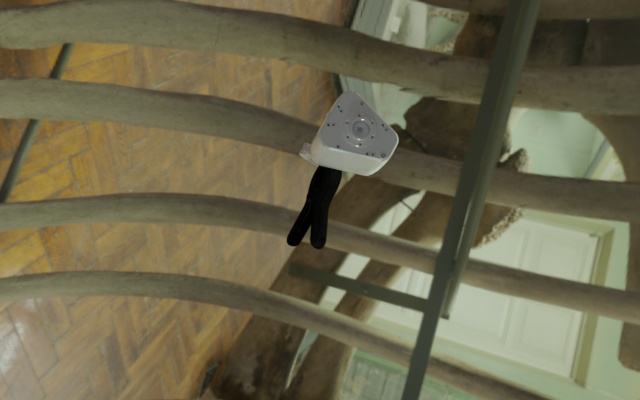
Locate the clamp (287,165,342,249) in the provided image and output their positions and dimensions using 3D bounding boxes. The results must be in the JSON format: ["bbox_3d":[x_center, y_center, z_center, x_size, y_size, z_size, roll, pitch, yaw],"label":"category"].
[{"bbox_3d":[0.001,0.003,0.766,0.039,0.171,0.120,21,-2,-28],"label":"clamp"}]
